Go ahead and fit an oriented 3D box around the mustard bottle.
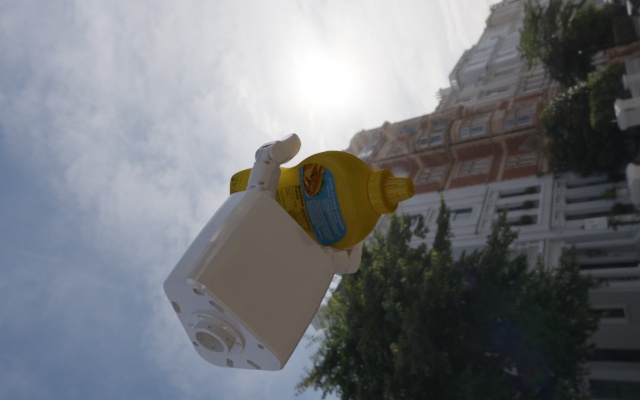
[{"bbox_3d":[0.000,0.001,0.471,0.191,0.096,0.058,-9,8,33],"label":"mustard bottle"}]
